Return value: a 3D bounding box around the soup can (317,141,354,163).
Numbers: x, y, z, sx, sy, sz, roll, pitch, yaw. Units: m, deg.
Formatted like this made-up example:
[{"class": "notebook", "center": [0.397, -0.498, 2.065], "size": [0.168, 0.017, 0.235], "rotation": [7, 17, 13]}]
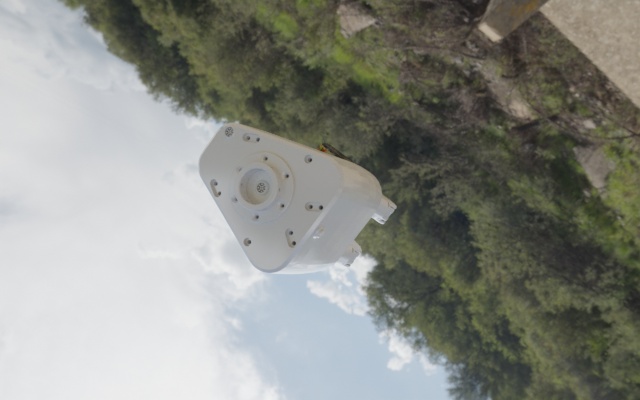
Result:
[{"class": "soup can", "center": [0.000, 0.002, 0.479], "size": [0.068, 0.102, 0.068], "rotation": [36, 8, -6]}]
